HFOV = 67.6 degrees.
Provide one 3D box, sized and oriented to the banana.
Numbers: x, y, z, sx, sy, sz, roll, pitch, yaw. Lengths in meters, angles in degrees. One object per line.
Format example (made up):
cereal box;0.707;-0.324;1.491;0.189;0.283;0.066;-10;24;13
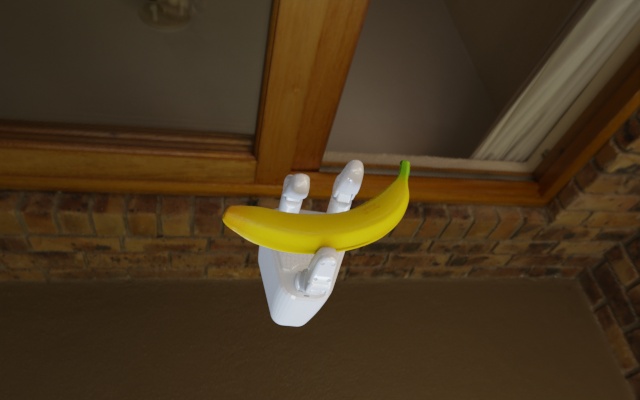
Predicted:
banana;0.010;0.017;0.455;0.198;0.069;0.037;-15;-20;-22
